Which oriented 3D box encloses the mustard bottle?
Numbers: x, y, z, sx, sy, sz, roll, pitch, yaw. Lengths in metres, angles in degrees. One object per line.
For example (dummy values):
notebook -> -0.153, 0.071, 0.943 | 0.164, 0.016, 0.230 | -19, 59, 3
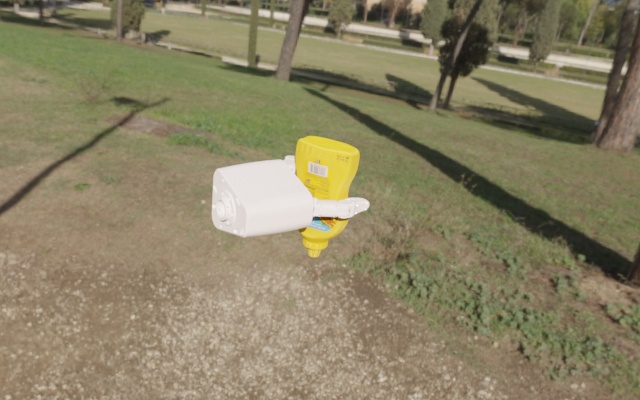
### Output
mustard bottle -> 0.000, 0.002, 0.746 | 0.096, 0.192, 0.058 | 18, 24, 23
